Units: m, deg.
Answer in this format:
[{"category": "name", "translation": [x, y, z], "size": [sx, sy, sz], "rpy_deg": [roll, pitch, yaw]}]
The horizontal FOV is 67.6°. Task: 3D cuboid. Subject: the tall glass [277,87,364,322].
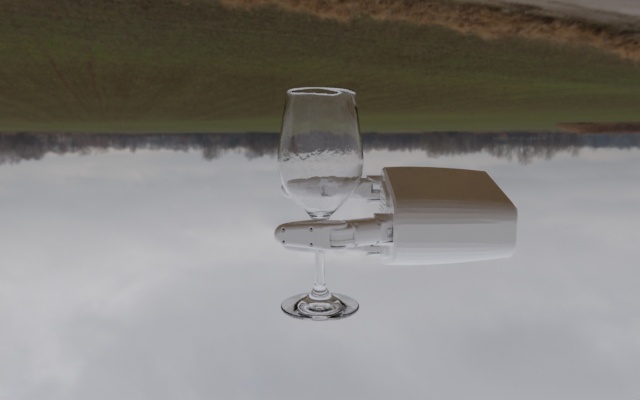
[{"category": "tall glass", "translation": [0.000, 0.002, 0.437], "size": [0.079, 0.201, 0.079], "rpy_deg": [0, 8, 0]}]
